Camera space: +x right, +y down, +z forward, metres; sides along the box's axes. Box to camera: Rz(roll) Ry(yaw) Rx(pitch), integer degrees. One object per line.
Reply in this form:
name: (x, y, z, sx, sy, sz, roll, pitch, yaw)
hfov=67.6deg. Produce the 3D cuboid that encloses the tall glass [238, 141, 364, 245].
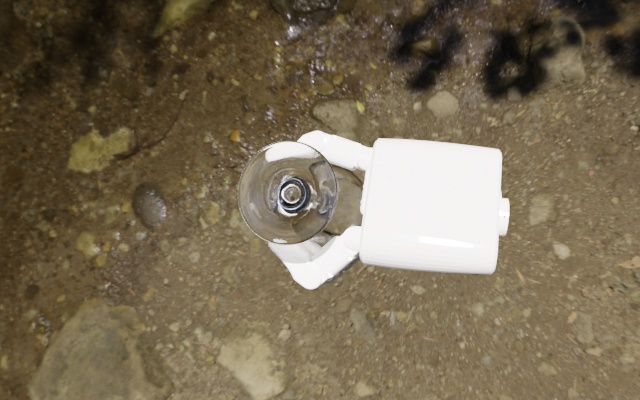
tall glass: (0.000, 0.001, 0.432, 0.079, 0.079, 0.201, 0, -4, 14)
